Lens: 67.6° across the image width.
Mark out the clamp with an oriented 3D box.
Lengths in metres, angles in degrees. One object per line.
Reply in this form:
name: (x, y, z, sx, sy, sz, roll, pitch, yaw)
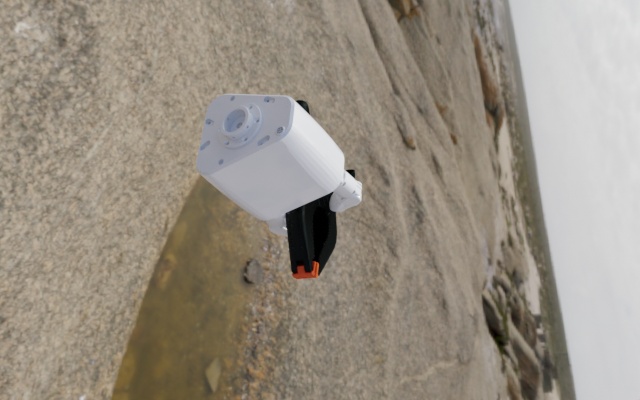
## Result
clamp: (0.001, 0.002, 0.600, 0.036, 0.210, 0.165, -10, -29, 27)
